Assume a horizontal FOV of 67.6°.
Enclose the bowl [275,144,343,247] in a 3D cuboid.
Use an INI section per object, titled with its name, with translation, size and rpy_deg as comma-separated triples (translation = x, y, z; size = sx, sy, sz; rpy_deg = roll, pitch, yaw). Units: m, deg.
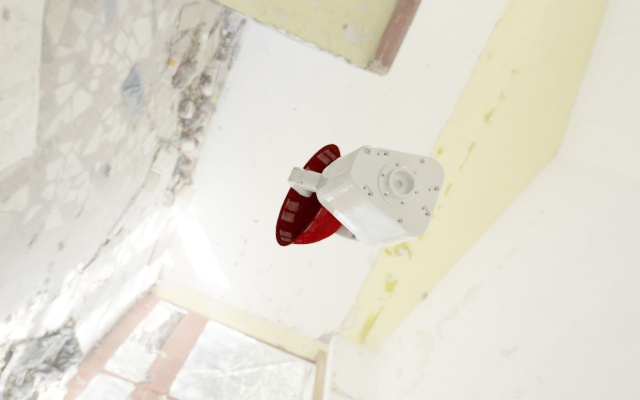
[bowl]
translation = 0.000, 0.002, 0.680
size = 0.055, 0.162, 0.162
rpy_deg = 29, -11, -21
